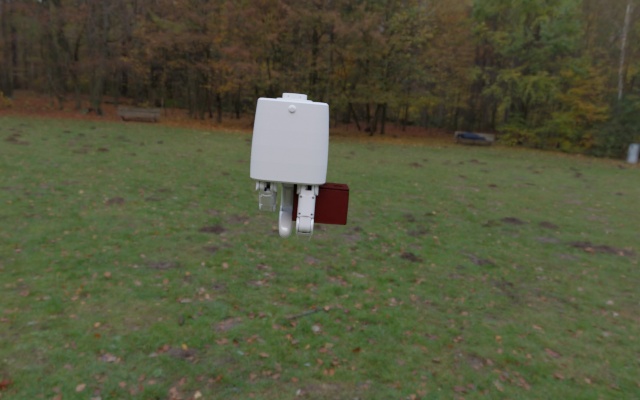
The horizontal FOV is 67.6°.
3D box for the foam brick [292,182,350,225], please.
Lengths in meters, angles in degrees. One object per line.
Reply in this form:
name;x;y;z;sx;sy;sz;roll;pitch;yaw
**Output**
foam brick;0.000;0.002;0.670;0.078;0.051;0.053;5;9;-2
